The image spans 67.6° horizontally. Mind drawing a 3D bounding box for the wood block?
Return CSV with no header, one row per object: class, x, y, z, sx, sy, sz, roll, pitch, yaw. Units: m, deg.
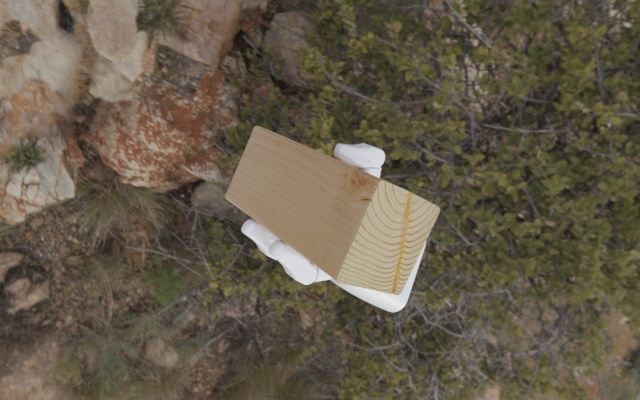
wood block,0.001,0.001,0.477,0.090,0.091,0.206,20,6,-41
